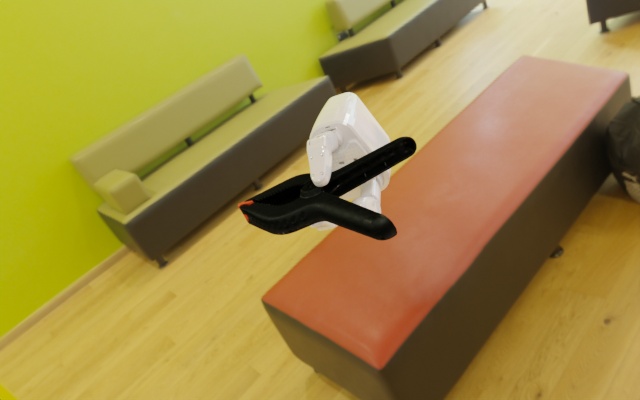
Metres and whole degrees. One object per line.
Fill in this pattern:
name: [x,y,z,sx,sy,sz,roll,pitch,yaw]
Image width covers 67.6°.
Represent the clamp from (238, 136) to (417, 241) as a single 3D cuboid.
clamp: [-0.001,0.001,0.514,0.210,0.036,0.164,-15,29,20]
